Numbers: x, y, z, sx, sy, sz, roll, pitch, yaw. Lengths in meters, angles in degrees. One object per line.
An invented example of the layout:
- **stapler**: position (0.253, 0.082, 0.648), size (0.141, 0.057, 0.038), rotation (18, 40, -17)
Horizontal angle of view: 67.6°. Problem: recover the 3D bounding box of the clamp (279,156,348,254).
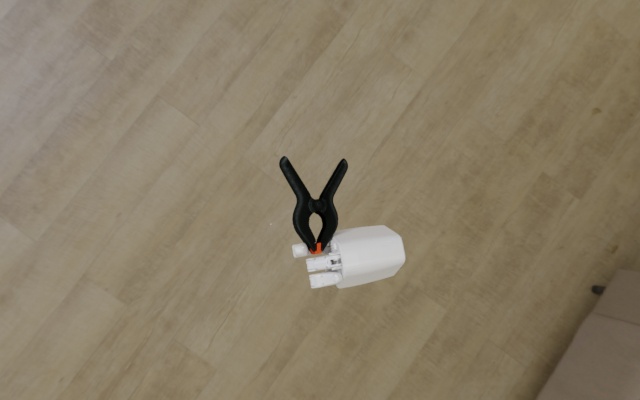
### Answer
- **clamp**: position (0.000, 0.003, 0.810), size (0.120, 0.171, 0.039), rotation (-9, -2, -12)
